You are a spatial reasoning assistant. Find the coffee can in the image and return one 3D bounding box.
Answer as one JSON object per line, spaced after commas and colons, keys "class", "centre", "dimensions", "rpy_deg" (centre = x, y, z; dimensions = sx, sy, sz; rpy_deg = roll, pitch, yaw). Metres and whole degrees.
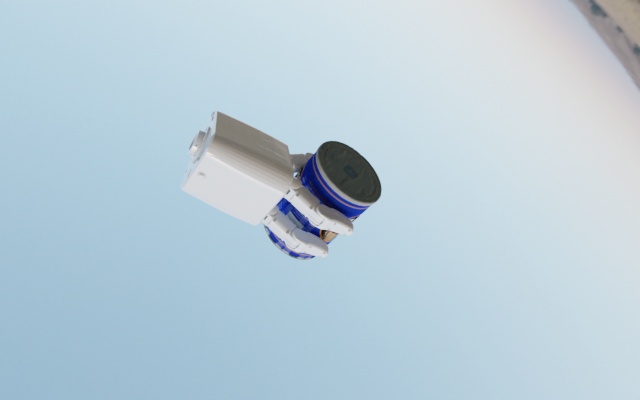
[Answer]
{"class": "coffee can", "centre": [0.000, 0.002, 0.654], "dimensions": [0.103, 0.102, 0.140], "rpy_deg": [0, -35, -44]}
